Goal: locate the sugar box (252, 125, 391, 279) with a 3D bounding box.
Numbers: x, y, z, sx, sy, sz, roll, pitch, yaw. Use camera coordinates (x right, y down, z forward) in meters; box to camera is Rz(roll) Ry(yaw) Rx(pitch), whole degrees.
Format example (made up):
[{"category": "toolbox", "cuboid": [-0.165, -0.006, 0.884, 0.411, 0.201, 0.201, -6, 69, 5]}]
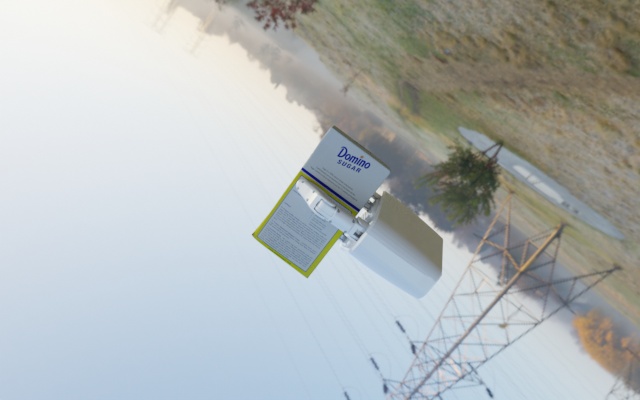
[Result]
[{"category": "sugar box", "cuboid": [0.000, 0.002, 0.610, 0.093, 0.176, 0.048, 37, 11, -3]}]
